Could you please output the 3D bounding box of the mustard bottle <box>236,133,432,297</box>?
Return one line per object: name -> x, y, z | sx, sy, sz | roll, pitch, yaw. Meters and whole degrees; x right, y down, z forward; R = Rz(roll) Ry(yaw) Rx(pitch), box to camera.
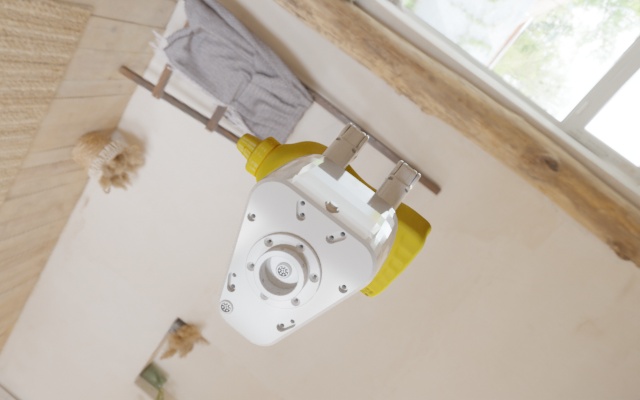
mustard bottle -> 0.000, 0.001, 0.446 | 0.191, 0.096, 0.058 | 38, 41, 4
